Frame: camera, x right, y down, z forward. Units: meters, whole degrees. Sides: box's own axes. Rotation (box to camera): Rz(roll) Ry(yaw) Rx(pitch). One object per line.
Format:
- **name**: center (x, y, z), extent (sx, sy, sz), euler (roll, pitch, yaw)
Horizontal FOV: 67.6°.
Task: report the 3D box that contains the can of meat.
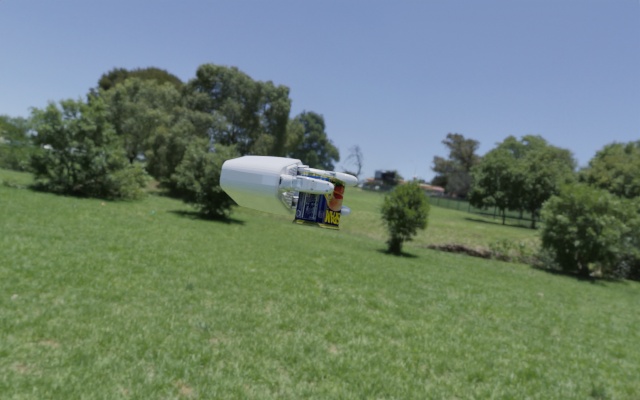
- **can of meat**: center (0.000, 0.002, 0.782), extent (0.057, 0.084, 0.102), euler (8, -3, 22)
